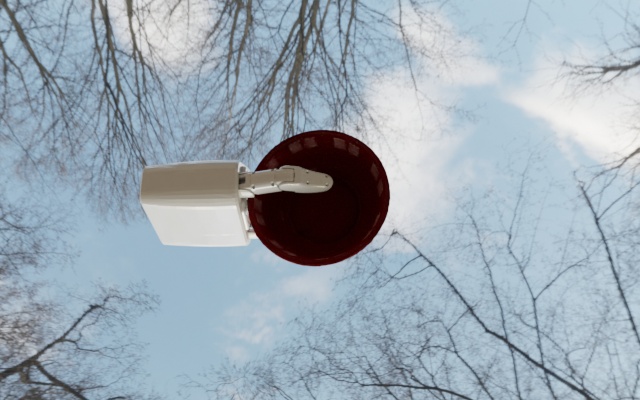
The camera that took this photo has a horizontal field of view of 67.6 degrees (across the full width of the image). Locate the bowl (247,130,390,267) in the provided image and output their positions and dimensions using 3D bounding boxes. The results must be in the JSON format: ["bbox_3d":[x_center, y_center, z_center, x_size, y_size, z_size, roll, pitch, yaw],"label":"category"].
[{"bbox_3d":[0.001,0.002,0.553,0.162,0.162,0.055,0,-19,10],"label":"bowl"}]
